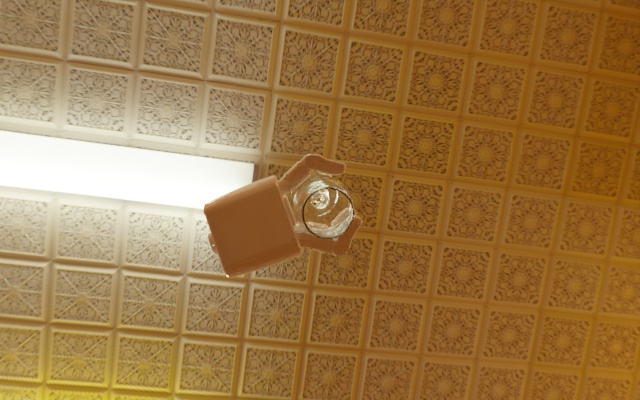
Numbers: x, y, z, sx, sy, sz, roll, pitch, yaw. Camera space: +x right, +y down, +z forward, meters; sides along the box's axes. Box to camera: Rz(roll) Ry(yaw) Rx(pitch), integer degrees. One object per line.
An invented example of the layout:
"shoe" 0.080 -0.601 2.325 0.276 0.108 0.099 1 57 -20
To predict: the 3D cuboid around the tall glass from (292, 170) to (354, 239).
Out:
"tall glass" 0.000 0.002 0.657 0.079 0.079 0.201 0 8 -5
